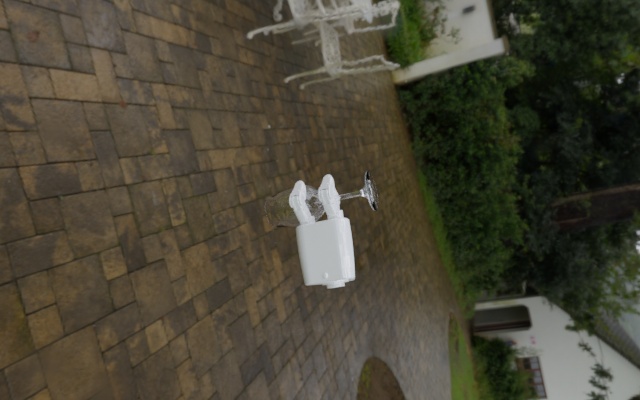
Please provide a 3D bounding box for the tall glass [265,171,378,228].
[{"bbox_3d":[0.001,0.003,0.883,0.201,0.079,0.079,-12,-4,19],"label":"tall glass"}]
